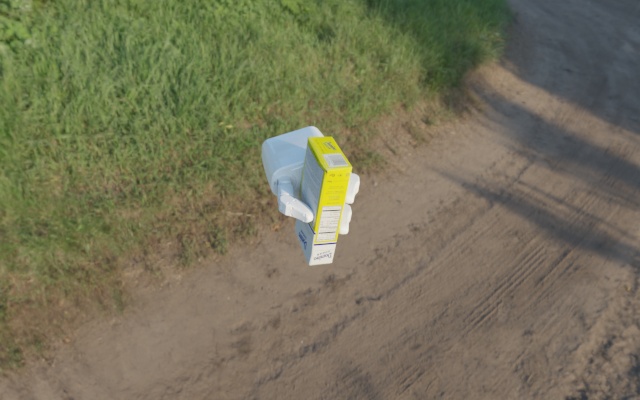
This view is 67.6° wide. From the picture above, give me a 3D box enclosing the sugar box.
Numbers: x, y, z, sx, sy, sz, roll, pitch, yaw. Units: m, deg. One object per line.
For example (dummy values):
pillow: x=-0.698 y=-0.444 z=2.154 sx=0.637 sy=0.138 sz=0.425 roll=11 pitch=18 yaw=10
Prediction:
sugar box: x=0.001 y=0.002 z=0.724 sx=0.048 sy=0.176 sz=0.093 roll=-5 pitch=37 yaw=-17
